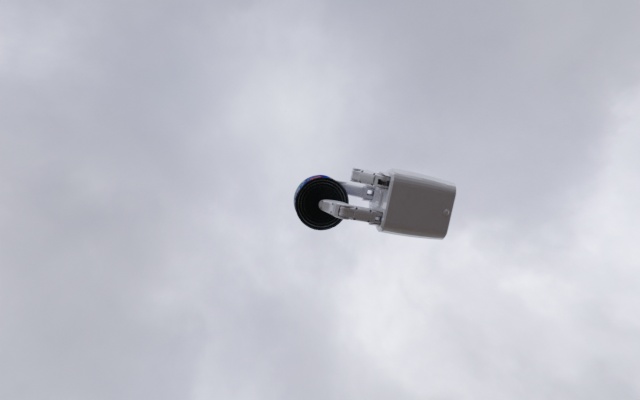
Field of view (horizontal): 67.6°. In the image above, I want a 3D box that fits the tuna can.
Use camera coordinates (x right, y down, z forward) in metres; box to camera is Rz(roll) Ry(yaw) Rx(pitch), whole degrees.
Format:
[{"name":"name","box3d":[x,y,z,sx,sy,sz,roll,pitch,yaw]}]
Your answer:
[{"name":"tuna can","box3d":[0.000,0.002,0.761,0.086,0.086,0.033,0,12,-10]}]
